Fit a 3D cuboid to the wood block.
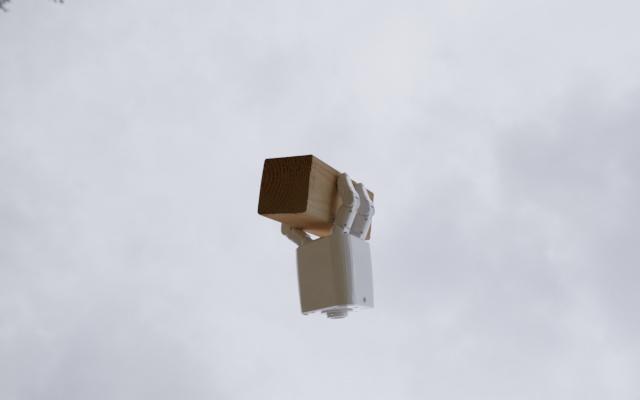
[{"bbox_3d":[0.000,0.003,0.776,0.091,0.090,0.206,-3,-16,31],"label":"wood block"}]
